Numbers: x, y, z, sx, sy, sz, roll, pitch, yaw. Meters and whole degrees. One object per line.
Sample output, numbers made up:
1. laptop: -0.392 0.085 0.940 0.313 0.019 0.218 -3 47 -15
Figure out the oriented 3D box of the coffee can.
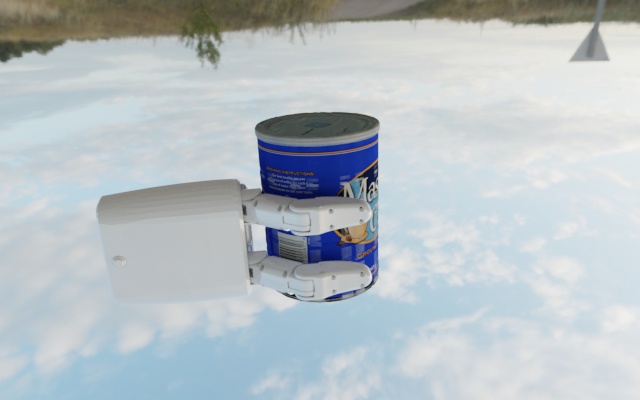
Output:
1. coffee can: 0.000 0.001 0.416 0.103 0.140 0.102 -2 21 1
